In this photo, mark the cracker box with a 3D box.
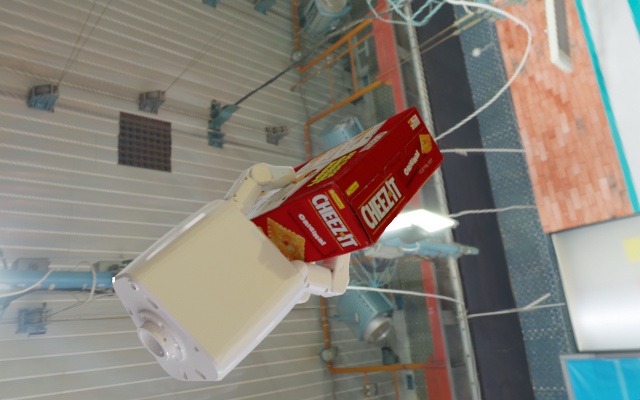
[{"bbox_3d":[0.000,0.002,0.498,0.214,0.072,0.164,-22,16,45],"label":"cracker box"}]
